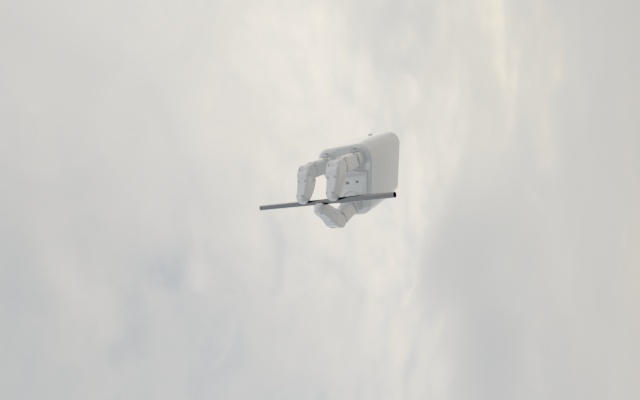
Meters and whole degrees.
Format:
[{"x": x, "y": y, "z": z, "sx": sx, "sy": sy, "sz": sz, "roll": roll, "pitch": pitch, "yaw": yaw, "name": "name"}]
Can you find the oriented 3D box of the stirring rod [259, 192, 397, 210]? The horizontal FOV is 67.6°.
[{"x": 0.000, "y": 0.002, "z": 0.675, "sx": 0.239, "sy": 0.011, "sz": 0.011, "roll": -6, "pitch": -4, "yaw": 39, "name": "stirring rod"}]
